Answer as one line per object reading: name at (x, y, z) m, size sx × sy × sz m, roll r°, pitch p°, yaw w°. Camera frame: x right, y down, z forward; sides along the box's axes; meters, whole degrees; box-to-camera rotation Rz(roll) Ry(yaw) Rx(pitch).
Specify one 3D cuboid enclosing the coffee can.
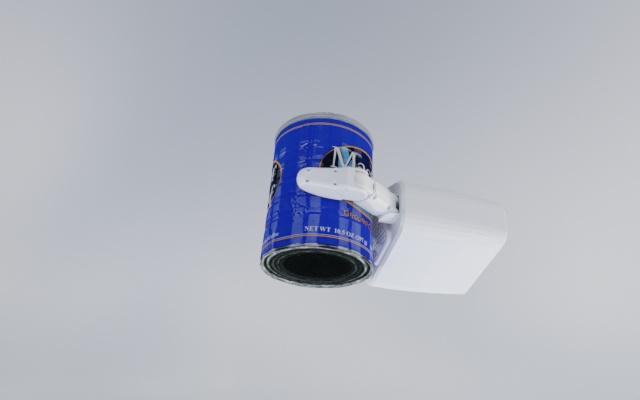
coffee can at (0.000, 0.001, 0.463) m, size 0.103 × 0.140 × 0.103 m, roll 3°, pitch -29°, yaw 2°
